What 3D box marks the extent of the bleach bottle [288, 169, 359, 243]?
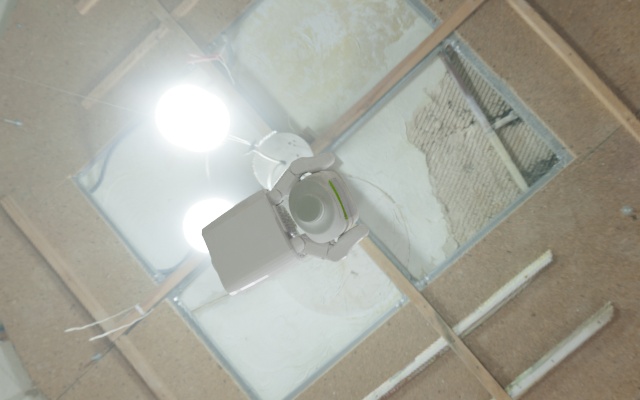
[{"bbox_3d":[0.000,0.002,0.629,0.068,0.102,0.251,-30,-4,7],"label":"bleach bottle"}]
